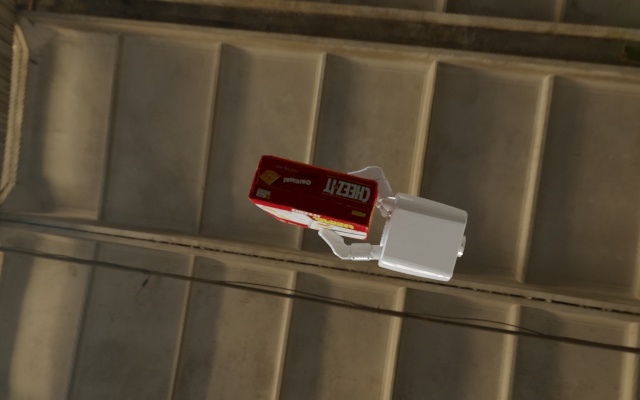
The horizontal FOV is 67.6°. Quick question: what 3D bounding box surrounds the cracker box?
[{"bbox_3d":[0.000,0.003,0.724,0.164,0.072,0.214,13,-8,7],"label":"cracker box"}]
